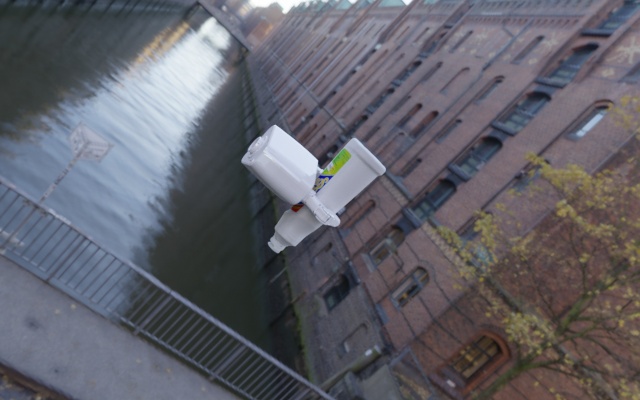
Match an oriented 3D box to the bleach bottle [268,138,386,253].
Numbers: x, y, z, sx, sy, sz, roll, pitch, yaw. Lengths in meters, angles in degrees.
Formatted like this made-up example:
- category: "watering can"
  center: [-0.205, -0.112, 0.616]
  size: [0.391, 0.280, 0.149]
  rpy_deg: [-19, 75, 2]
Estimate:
- category: "bleach bottle"
  center: [0.000, 0.003, 0.864]
  size: [0.068, 0.251, 0.102]
  rpy_deg: [41, 10, -20]
